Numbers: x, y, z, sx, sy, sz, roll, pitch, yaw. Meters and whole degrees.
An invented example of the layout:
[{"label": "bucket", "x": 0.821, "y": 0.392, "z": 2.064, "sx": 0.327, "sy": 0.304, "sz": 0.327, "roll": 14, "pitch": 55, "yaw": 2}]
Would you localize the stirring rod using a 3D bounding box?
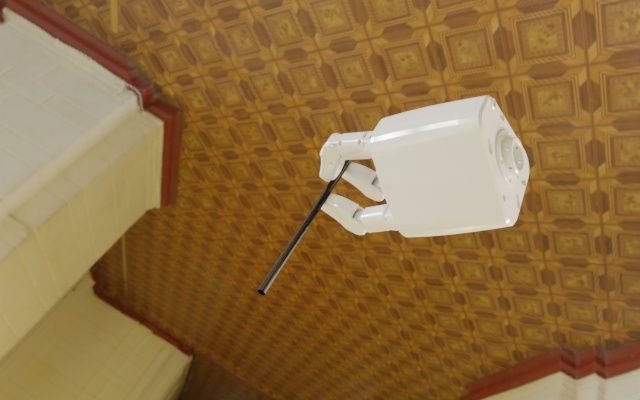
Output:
[{"label": "stirring rod", "x": 0.000, "y": 0.002, "z": 0.496, "sx": 0.011, "sy": 0.011, "sz": 0.239, "roll": 0, "pitch": 42, "yaw": 36}]
